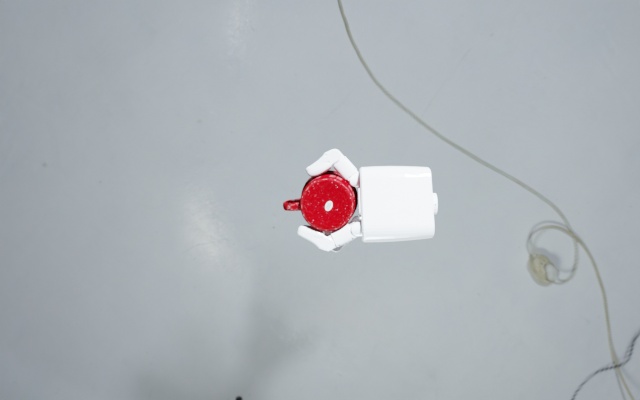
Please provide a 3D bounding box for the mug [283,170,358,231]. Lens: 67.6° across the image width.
[{"bbox_3d":[-0.001,0.002,0.734,0.117,0.093,0.081,-3,6,4],"label":"mug"}]
